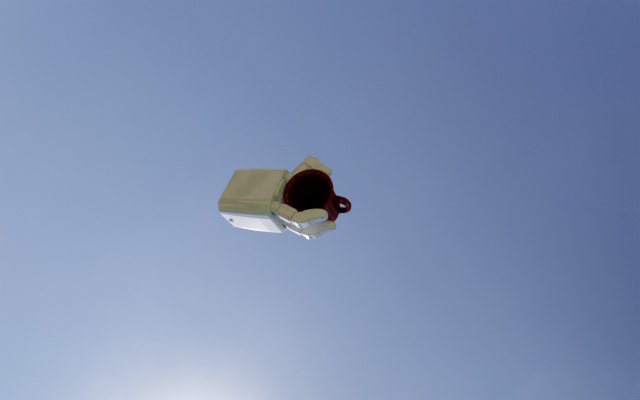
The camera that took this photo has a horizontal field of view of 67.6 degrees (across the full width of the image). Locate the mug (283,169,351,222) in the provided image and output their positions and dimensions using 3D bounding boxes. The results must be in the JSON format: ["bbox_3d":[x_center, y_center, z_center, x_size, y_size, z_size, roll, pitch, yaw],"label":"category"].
[{"bbox_3d":[0.002,0.003,0.870,0.117,0.093,0.081,5,-23,20],"label":"mug"}]
